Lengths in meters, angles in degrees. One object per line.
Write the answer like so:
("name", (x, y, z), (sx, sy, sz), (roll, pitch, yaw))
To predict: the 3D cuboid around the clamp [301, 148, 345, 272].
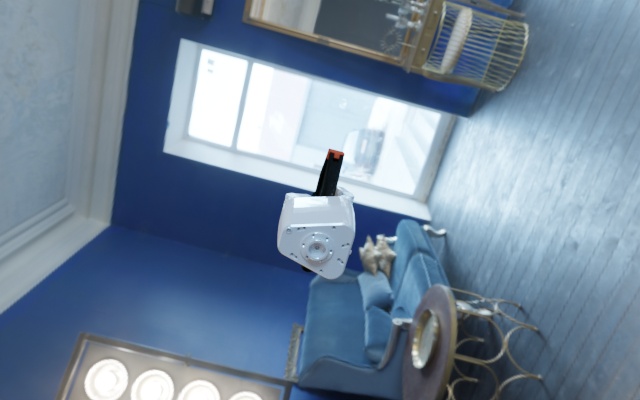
("clamp", (-0.001, 0.002, 0.864), (0.036, 0.210, 0.164), (13, 19, -8))
